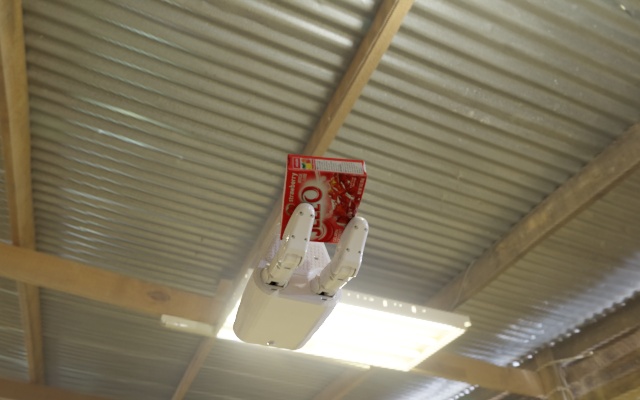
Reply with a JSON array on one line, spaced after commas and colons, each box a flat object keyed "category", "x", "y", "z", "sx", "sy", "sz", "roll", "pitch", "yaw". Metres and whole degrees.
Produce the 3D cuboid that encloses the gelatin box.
[{"category": "gelatin box", "x": 0.000, "y": 0.001, "z": 0.459, "sx": 0.073, "sy": 0.089, "sz": 0.030, "roll": 5, "pitch": 38, "yaw": -7}]
